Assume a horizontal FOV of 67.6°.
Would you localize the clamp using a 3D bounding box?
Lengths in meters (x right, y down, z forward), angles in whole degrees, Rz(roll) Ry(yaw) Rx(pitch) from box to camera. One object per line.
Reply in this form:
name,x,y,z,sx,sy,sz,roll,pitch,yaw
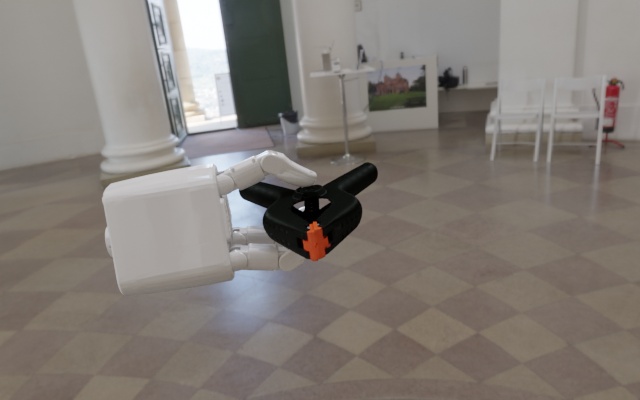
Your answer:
clamp,0.000,0.001,0.486,0.164,0.036,0.210,-11,19,-7
